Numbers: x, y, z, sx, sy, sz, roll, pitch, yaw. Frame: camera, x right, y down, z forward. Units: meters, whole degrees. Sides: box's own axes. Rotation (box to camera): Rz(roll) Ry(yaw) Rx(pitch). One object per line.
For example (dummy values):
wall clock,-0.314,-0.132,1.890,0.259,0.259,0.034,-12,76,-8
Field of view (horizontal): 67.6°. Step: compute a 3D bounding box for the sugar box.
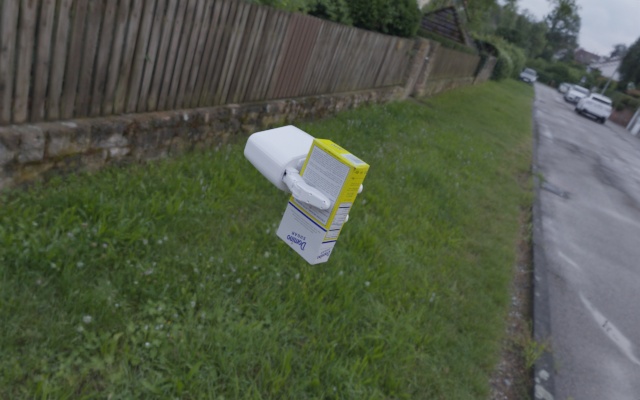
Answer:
sugar box,0.000,0.002,0.752,0.093,0.176,0.048,38,27,33
